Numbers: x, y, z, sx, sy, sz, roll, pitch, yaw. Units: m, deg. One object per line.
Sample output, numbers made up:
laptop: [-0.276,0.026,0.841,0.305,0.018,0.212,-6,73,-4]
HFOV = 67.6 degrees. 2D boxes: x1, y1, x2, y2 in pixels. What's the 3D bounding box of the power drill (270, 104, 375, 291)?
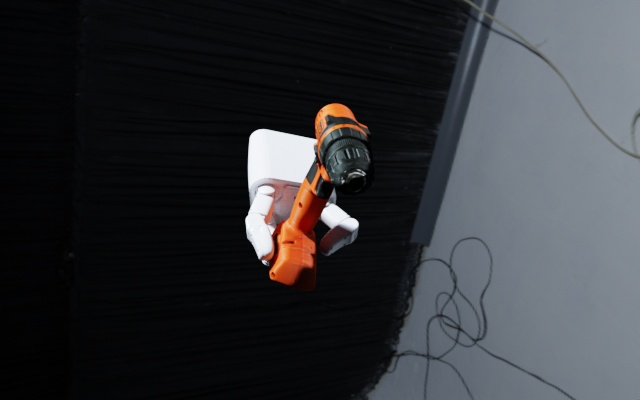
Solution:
power drill: [0.000,0.002,0.512,0.057,0.188,0.184,19,24,-12]
